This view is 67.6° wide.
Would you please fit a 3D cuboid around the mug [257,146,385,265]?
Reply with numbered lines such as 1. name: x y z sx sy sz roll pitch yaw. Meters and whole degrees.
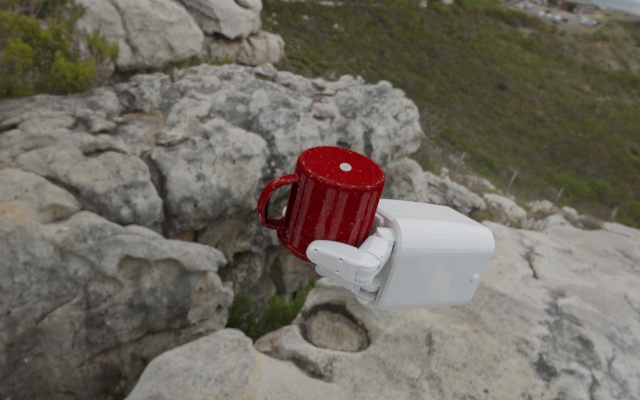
1. mug: -0.001 0.001 0.439 0.117 0.081 0.093 2 32 -21
